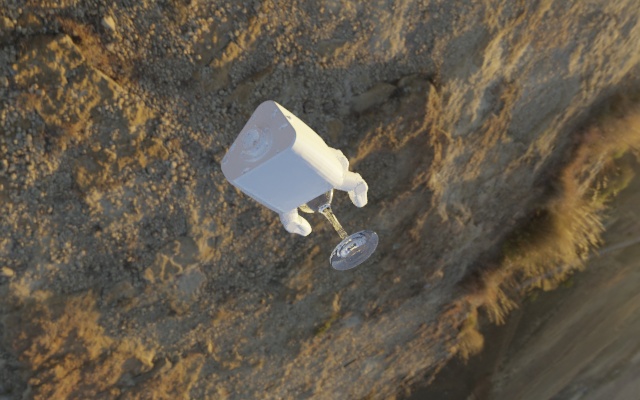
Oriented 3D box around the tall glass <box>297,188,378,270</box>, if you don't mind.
[{"bbox_3d":[0.000,0.003,0.697,0.079,0.079,0.201,0,41,-37],"label":"tall glass"}]
